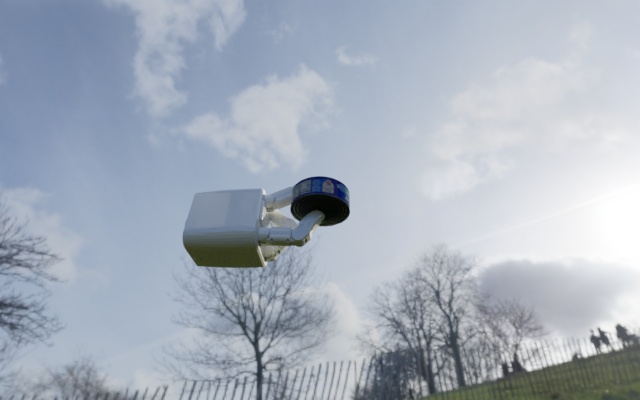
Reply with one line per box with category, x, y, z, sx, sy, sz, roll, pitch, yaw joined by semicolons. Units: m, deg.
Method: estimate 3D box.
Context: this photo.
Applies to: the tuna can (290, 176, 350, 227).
tuna can;0.000;0.002;0.691;0.086;0.033;0.086;2;-34;1
